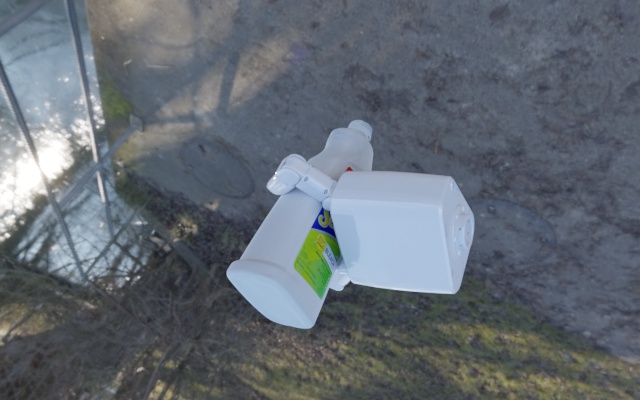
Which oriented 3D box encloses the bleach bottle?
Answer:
[{"bbox_3d":[0.000,0.002,0.511,0.068,0.250,0.103,2,-39,32],"label":"bleach bottle"}]
